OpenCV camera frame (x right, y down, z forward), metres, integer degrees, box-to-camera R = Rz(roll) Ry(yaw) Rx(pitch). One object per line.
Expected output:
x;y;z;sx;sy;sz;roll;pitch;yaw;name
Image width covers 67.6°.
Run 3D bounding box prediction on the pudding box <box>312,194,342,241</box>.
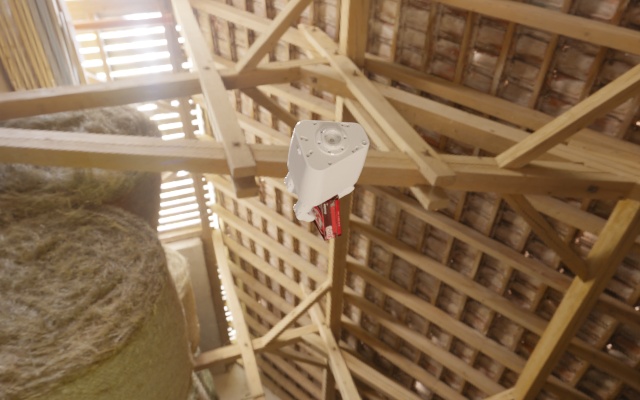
0.000;0.003;0.851;0.039;0.090;0.113;-14;38;-12;pudding box
